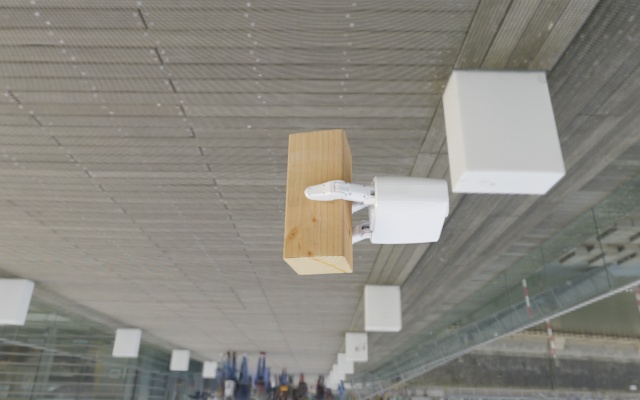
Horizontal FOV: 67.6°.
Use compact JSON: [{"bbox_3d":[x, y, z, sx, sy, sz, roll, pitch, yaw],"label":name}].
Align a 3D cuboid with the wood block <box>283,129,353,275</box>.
[{"bbox_3d":[0.000,0.002,0.747,0.090,0.206,0.091,-4,-24,11],"label":"wood block"}]
